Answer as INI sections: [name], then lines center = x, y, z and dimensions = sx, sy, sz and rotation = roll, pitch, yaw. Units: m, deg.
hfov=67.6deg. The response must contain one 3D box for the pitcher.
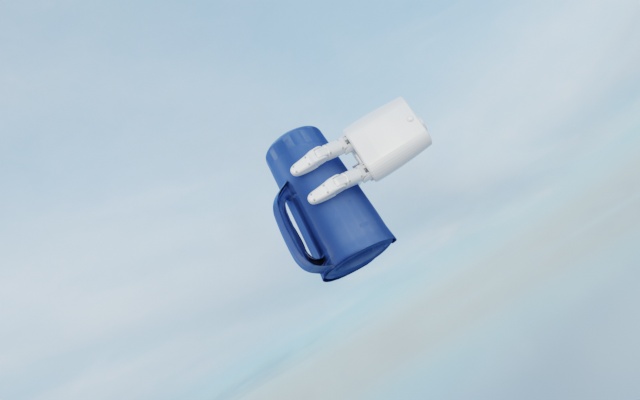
[pitcher]
center = 0.000, 0.002, 0.774
dimensions = 0.145, 0.242, 0.149
rotation = -32, -18, 4
